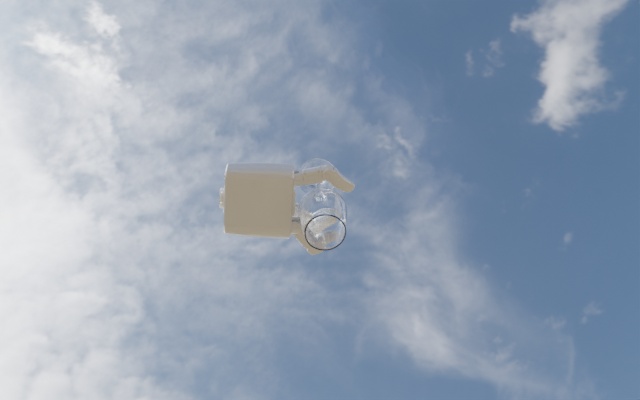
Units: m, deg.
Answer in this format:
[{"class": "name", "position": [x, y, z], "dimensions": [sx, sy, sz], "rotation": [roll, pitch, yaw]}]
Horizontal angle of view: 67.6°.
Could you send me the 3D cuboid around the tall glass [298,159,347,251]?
[{"class": "tall glass", "position": [0.000, 0.002, 0.783], "dimensions": [0.079, 0.079, 0.201], "rotation": [0, 27, -5]}]
